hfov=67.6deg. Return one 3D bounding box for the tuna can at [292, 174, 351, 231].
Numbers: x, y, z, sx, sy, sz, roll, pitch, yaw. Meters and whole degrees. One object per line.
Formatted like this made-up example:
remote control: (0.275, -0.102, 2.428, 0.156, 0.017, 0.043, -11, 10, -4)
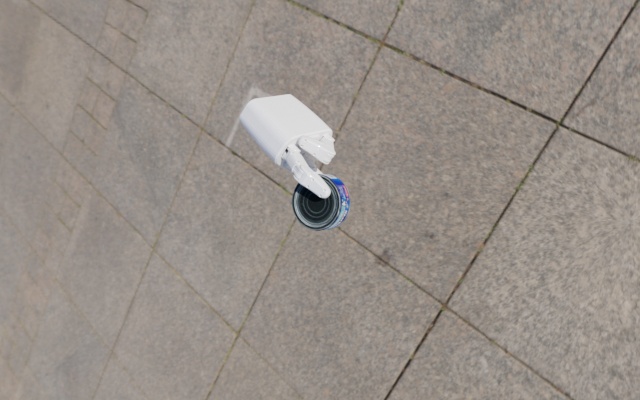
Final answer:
tuna can: (0.000, 0.002, 0.716, 0.086, 0.086, 0.034, 0, 2, 29)
